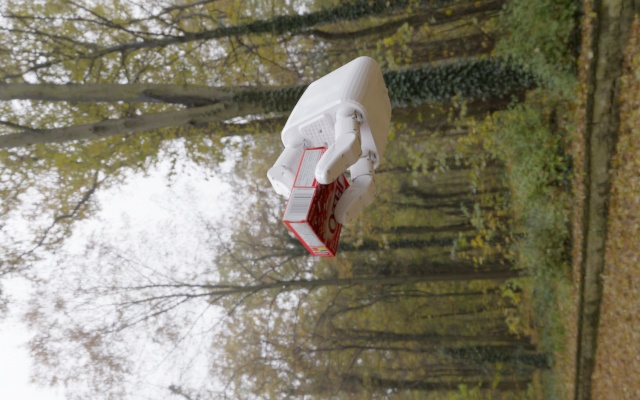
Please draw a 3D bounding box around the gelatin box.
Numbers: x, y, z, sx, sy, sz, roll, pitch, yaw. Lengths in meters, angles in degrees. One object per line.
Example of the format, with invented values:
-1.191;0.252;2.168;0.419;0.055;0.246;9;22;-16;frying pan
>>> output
0.000;0.002;0.485;0.030;0.089;0.073;0;-33;26;gelatin box
